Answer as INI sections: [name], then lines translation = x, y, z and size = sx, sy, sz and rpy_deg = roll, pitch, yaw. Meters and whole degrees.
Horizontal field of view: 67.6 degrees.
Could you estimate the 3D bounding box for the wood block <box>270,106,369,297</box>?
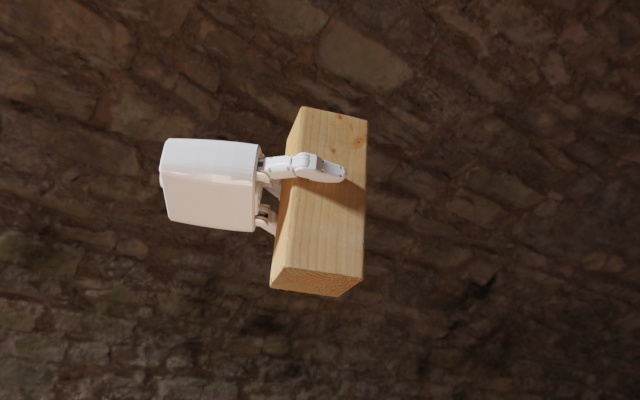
[wood block]
translation = 0.000, 0.002, 0.583
size = 0.090, 0.206, 0.091
rpy_deg = 11, -26, -13
